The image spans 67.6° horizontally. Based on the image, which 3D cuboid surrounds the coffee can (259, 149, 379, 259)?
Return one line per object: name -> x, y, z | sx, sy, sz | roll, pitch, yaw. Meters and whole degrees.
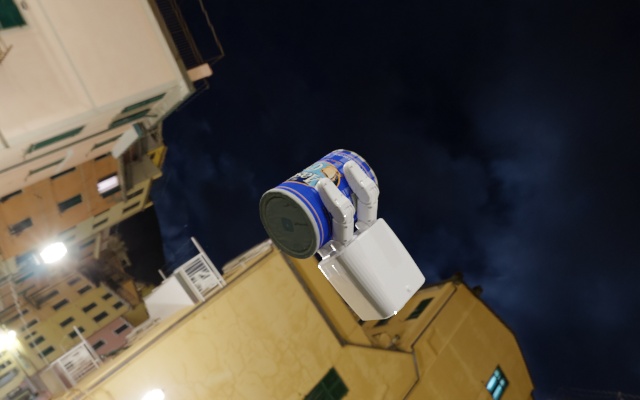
coffee can -> 0.000, 0.002, 0.666 | 0.103, 0.103, 0.140 | 0, 26, 45
